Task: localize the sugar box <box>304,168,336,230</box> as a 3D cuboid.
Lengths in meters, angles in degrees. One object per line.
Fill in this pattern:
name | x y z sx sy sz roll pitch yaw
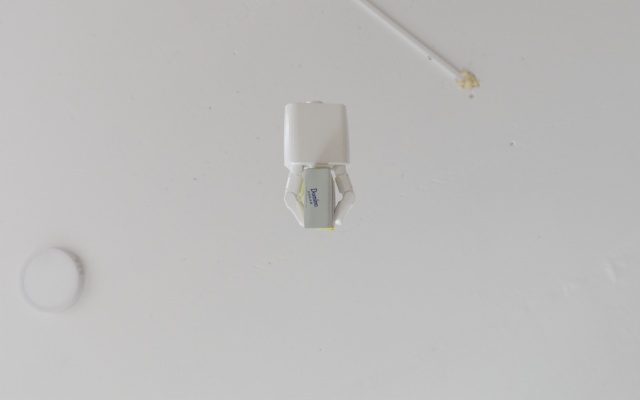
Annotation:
sugar box | 0.000 0.002 0.797 0.048 0.093 0.176 0 -5 6
